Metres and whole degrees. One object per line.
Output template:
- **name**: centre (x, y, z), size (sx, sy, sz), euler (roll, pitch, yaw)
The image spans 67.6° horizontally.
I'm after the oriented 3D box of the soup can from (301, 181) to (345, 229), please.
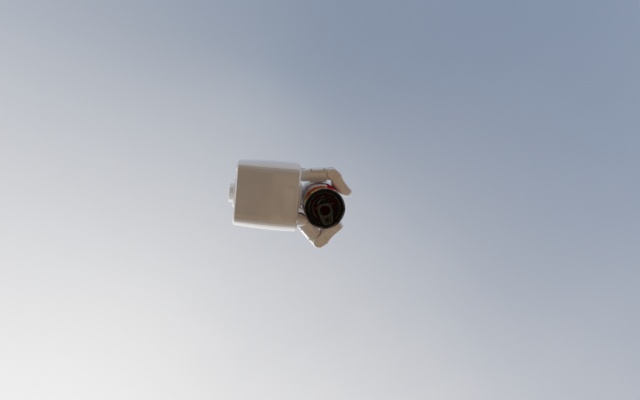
- **soup can**: centre (0.001, 0.003, 0.819), size (0.068, 0.068, 0.102), euler (0, 13, -8)
